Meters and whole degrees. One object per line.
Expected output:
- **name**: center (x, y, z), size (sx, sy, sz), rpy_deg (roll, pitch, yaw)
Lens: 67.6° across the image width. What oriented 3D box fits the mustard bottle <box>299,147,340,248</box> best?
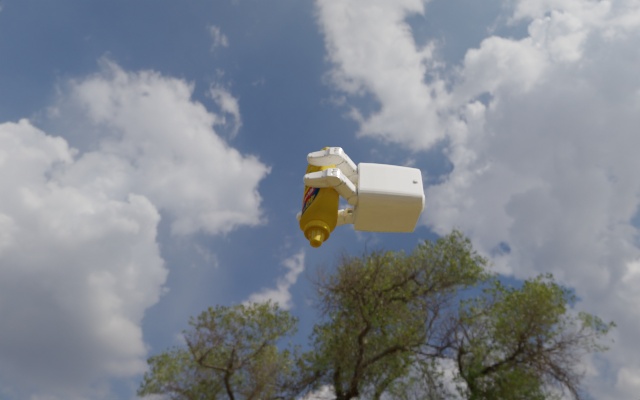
- **mustard bottle**: center (0.000, 0.002, 0.797), size (0.058, 0.191, 0.096), rpy_deg (22, -49, -15)
